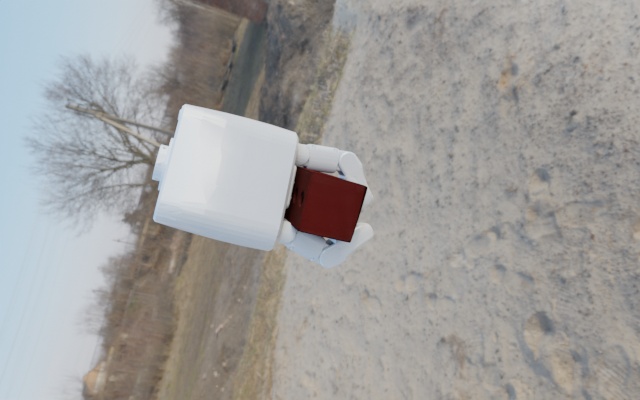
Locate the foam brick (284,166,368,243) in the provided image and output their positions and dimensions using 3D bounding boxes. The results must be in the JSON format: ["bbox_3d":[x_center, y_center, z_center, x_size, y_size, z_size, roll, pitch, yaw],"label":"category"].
[{"bbox_3d":[0.000,0.001,0.437,0.051,0.053,0.078,15,4,-17],"label":"foam brick"}]
